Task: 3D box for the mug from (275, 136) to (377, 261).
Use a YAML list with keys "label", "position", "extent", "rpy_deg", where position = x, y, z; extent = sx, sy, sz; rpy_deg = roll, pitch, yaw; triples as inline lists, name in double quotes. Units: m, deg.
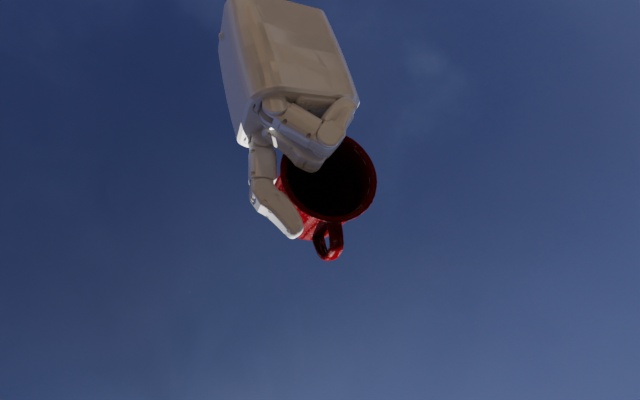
- label: "mug"
  position: [0.000, 0.003, 0.467]
  extent: [0.093, 0.117, 0.081]
  rpy_deg: [-7, -19, -20]
